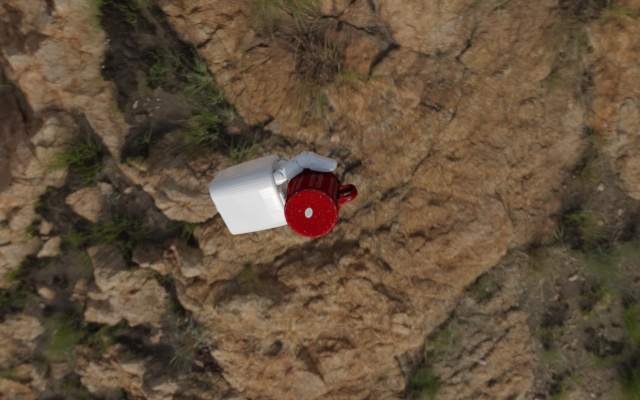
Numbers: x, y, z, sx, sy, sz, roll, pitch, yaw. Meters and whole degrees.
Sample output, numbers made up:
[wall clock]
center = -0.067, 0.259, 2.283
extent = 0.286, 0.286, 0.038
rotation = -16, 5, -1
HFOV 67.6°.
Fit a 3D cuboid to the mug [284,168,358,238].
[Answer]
[mug]
center = 0.002, 0.002, 0.728
extent = 0.117, 0.093, 0.081
rotation = -13, 20, 10
